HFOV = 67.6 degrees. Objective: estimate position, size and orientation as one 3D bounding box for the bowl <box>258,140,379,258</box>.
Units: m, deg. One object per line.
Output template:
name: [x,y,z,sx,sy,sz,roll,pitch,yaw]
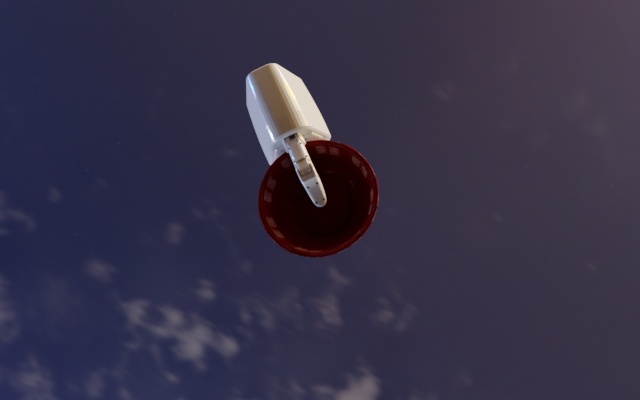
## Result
bowl: [0.000,0.004,0.649,0.162,0.162,0.055,0,-17,11]
